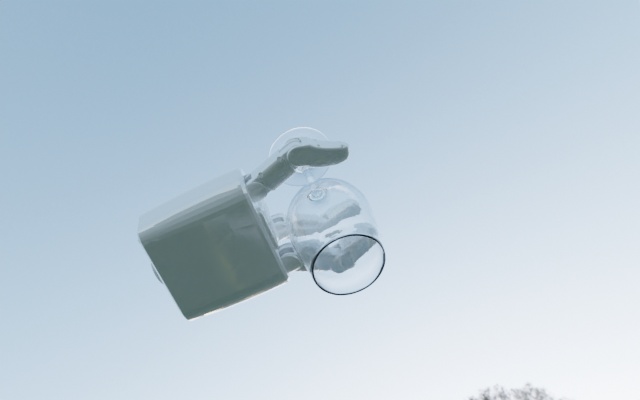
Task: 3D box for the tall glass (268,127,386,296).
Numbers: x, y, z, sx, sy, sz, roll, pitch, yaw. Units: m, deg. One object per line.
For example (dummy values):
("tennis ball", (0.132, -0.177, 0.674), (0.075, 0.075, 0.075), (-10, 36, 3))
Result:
("tall glass", (0.000, 0.001, 0.459), (0.079, 0.079, 0.201), (0, 30, -16))
